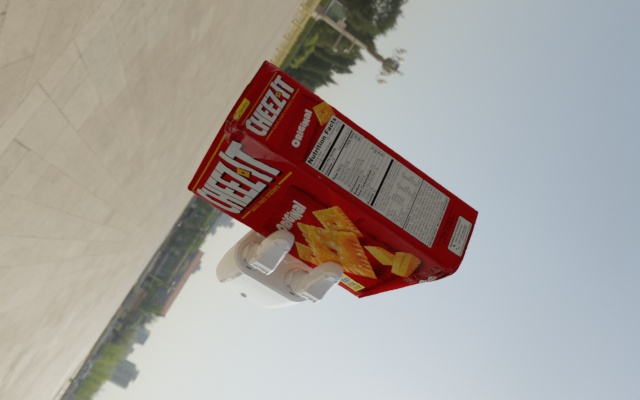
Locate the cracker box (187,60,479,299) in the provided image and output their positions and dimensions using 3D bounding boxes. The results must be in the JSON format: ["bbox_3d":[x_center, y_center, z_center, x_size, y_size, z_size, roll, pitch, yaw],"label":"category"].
[{"bbox_3d":[0.000,0.001,0.427,0.214,0.072,0.164,33,-28,-12],"label":"cracker box"}]
